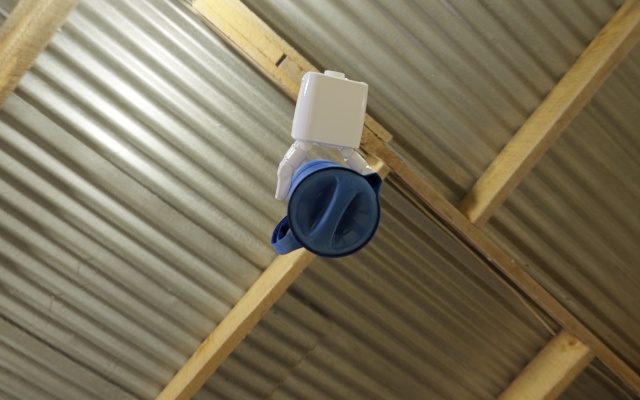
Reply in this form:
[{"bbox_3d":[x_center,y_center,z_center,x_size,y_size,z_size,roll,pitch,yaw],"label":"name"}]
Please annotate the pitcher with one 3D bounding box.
[{"bbox_3d":[0.000,0.002,0.782,0.149,0.145,0.242,7,10,-7],"label":"pitcher"}]
